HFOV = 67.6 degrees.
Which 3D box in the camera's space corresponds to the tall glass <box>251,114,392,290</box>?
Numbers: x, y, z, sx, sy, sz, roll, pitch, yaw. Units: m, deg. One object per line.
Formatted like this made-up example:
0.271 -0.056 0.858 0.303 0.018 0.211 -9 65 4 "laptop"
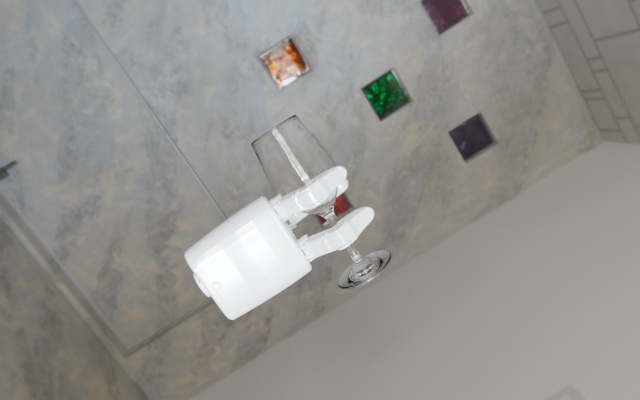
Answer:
0.001 0.002 0.554 0.079 0.201 0.079 -31 11 7 "tall glass"
